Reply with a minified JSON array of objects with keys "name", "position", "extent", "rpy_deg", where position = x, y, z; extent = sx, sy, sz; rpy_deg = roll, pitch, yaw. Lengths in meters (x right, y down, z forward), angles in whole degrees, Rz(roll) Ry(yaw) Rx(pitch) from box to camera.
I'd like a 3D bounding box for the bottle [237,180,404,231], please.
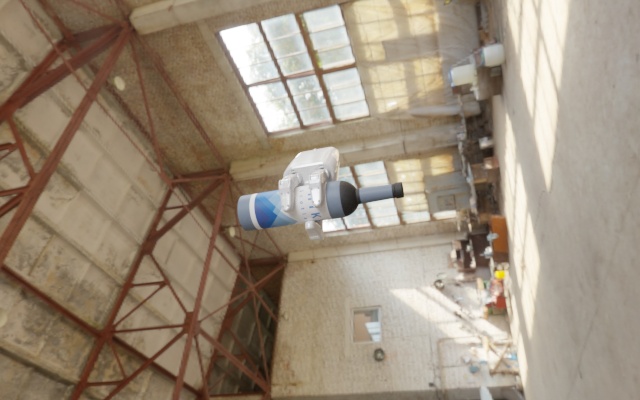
[{"name":"bottle","position":[0.000,0.003,0.853],"extent":[0.296,0.069,0.069],"rpy_deg":[-9,-2,14]}]
